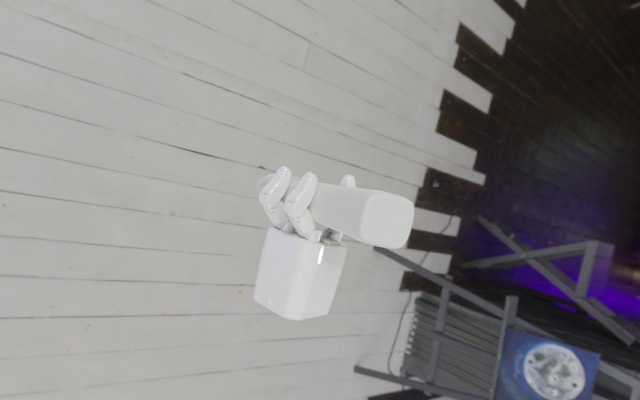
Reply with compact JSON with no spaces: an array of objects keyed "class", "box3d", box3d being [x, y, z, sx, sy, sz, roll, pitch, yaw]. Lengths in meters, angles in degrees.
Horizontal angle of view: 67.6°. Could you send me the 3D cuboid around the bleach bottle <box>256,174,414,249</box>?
[{"class":"bleach bottle","box3d":[0.000,0.002,0.670,0.102,0.068,0.251,14,1,-44]}]
